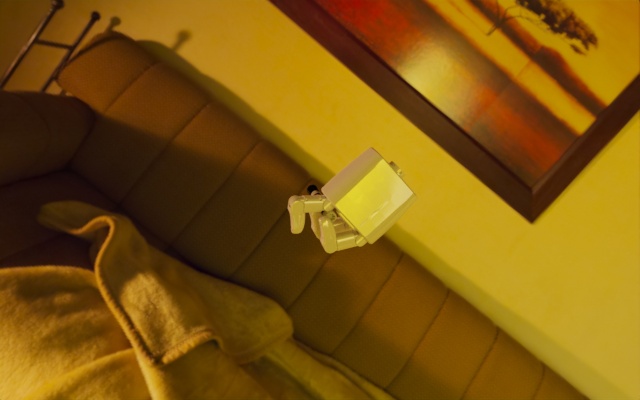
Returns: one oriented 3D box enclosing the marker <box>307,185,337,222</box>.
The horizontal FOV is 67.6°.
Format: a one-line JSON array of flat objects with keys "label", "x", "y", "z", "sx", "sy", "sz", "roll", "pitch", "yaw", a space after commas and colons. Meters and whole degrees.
[{"label": "marker", "x": 0.000, "y": 0.003, "z": 0.790, "sx": 0.020, "sy": 0.020, "sz": 0.121, "roll": 0, "pitch": 23, "yaw": -17}]
